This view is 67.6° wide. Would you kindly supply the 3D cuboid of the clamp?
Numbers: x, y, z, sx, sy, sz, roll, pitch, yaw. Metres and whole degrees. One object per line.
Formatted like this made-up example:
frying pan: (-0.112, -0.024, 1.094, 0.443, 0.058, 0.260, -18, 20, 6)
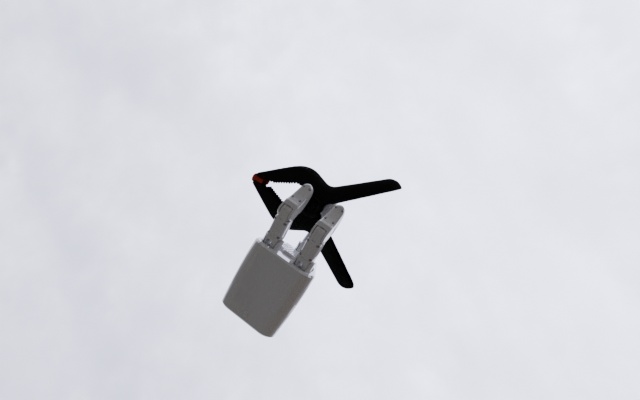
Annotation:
clamp: (0.000, 0.002, 0.682, 0.210, 0.164, 0.036, 34, 4, 15)
